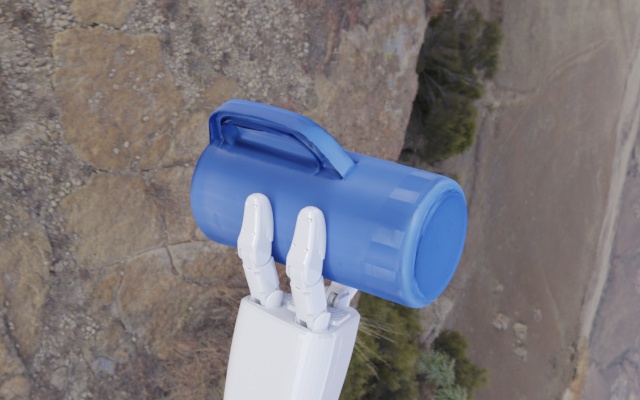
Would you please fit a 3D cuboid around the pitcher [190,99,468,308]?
[{"bbox_3d":[0.000,0.002,0.439,0.243,0.145,0.149,16,3,36],"label":"pitcher"}]
